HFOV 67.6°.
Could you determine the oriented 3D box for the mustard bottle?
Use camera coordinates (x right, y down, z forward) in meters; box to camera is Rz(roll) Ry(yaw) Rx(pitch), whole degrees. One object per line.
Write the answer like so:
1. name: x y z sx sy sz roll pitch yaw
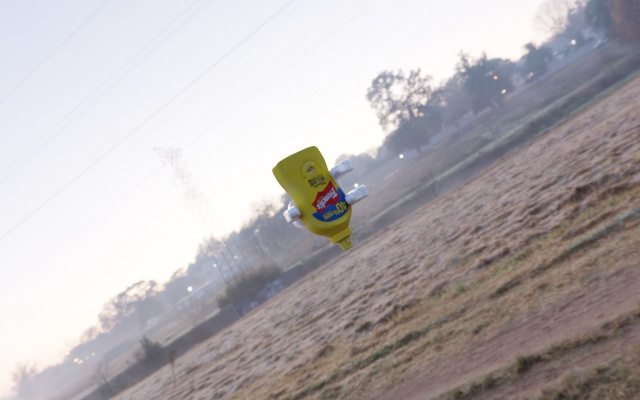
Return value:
1. mustard bottle: 0.000 0.002 0.840 0.096 0.191 0.058 -29 -4 -34
